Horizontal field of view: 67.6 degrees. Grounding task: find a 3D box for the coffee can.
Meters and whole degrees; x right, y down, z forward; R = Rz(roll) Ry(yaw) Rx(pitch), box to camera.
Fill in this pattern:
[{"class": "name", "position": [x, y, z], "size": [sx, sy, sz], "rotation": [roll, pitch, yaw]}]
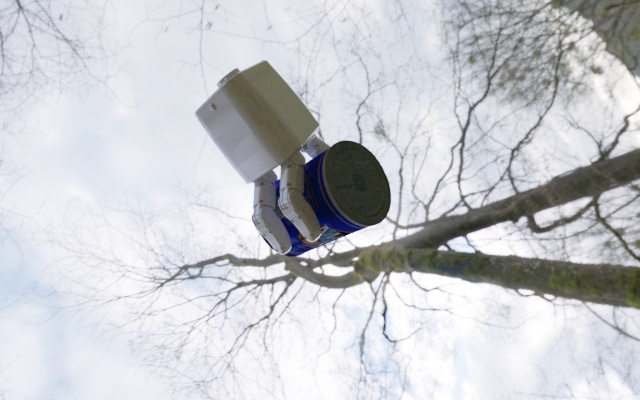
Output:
[{"class": "coffee can", "position": [0.000, 0.002, 0.581], "size": [0.103, 0.102, 0.140], "rotation": [0, -19, -43]}]
